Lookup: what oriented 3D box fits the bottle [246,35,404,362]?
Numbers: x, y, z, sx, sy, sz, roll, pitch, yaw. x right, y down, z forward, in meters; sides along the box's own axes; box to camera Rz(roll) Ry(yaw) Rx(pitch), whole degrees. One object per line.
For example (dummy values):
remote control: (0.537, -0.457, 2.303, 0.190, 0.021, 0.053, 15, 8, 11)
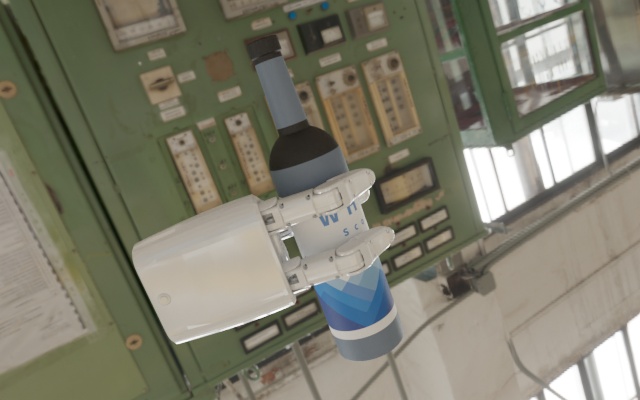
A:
bottle: (0.000, 0.002, 0.430, 0.069, 0.296, 0.069, -19, 13, 5)
